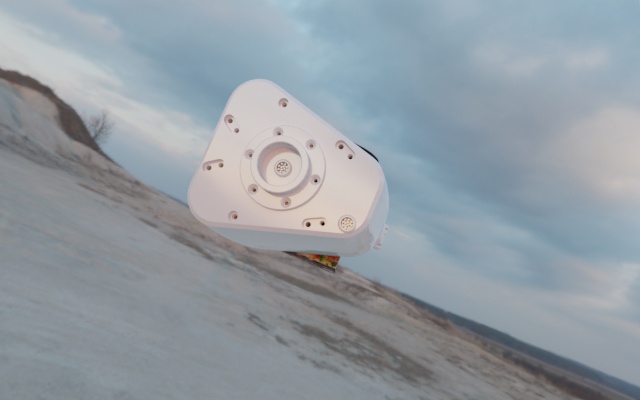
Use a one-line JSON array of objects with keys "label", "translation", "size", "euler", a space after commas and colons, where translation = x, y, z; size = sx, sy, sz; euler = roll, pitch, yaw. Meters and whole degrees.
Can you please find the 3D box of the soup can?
[{"label": "soup can", "translation": [0.000, 0.001, 0.405], "size": [0.068, 0.102, 0.068], "euler": [23, -7, 3]}]
